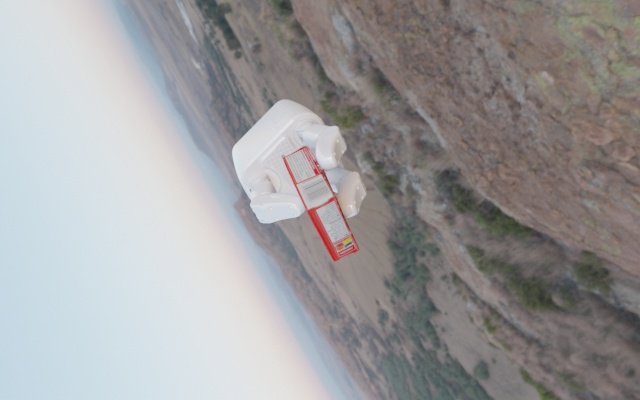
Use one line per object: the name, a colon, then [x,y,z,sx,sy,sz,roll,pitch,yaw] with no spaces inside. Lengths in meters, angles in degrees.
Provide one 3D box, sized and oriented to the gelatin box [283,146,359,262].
gelatin box: [0.000,0.002,0.448,0.030,0.073,0.089,-26,41,-1]
